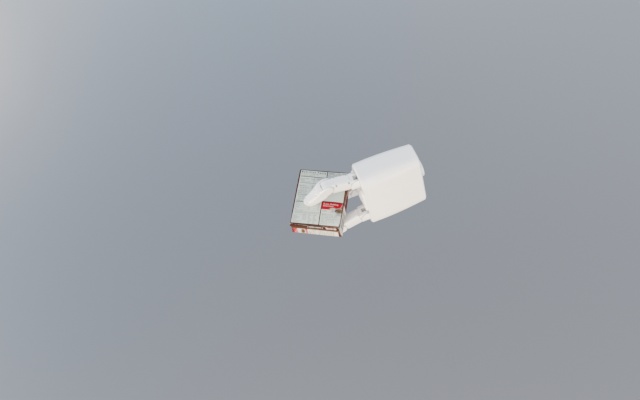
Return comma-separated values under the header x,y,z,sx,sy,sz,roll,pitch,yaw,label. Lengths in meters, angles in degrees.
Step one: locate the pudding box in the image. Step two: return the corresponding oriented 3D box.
x,y,z,sx,sy,sz,roll,pitch,yaw,label
0.000,0.003,0.834,0.090,0.113,0.039,5,-28,11,pudding box
